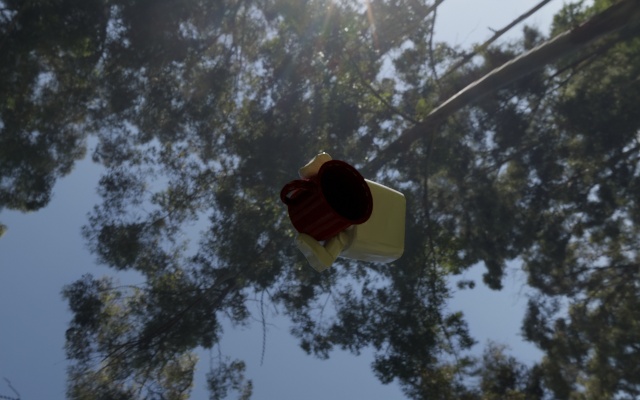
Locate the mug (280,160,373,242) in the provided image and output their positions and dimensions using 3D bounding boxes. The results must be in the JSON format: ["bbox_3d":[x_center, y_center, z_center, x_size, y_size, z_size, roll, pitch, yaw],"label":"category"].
[{"bbox_3d":[-0.001,0.002,0.635,0.117,0.093,0.081,16,-34,-34],"label":"mug"}]
